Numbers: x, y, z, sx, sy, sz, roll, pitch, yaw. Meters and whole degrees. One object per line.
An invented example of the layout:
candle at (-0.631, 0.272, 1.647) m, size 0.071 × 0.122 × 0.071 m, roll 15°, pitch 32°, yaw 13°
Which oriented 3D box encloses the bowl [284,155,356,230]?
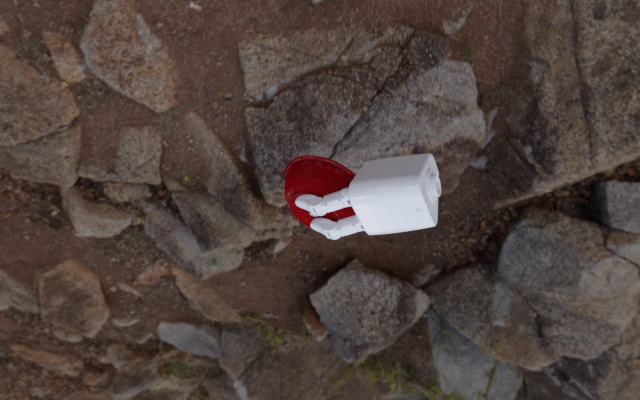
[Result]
bowl at (-0.001, 0.003, 0.791) m, size 0.162 × 0.055 × 0.162 m, roll 20°, pitch -36°, yaw 15°
